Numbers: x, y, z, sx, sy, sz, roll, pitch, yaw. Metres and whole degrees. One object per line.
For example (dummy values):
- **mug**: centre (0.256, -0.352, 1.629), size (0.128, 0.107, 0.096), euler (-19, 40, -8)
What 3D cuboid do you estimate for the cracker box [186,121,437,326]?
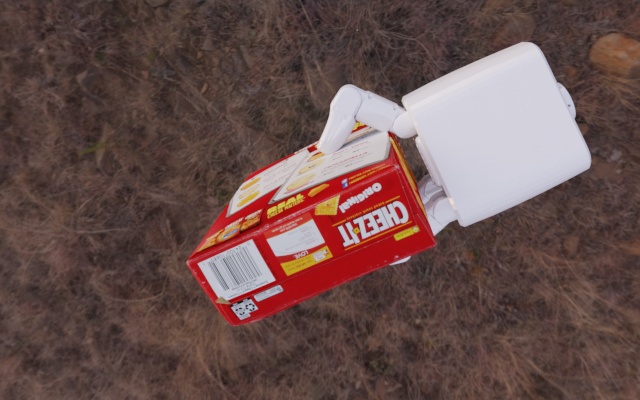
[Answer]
- **cracker box**: centre (0.000, 0.001, 0.419), size (0.164, 0.072, 0.213), euler (-25, 16, 13)
